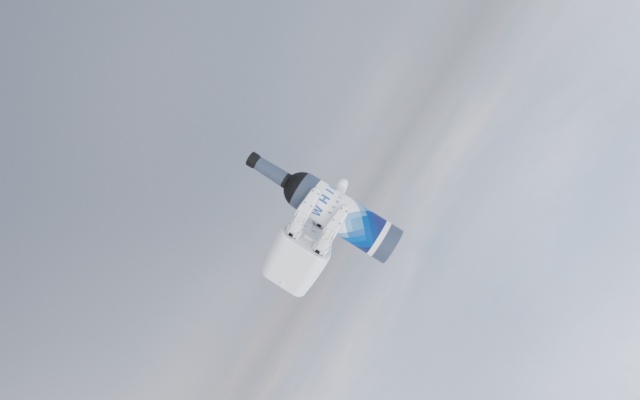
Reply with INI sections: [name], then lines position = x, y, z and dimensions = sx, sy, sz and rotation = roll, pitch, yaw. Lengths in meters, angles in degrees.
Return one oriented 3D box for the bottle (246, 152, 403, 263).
[bottle]
position = 0.000, 0.003, 0.829
dimensions = 0.295, 0.069, 0.069
rotation = 32, 3, 4
